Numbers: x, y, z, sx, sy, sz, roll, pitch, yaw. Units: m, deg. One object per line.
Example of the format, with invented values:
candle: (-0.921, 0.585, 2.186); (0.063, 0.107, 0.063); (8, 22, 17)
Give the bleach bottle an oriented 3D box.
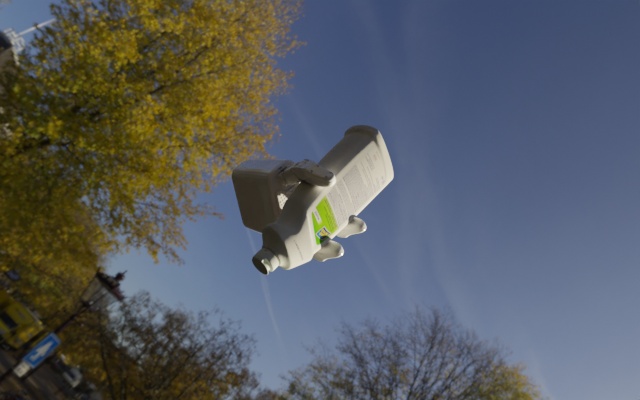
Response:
bleach bottle: (0.000, 0.002, 0.656); (0.068, 0.103, 0.250); (9, 43, 46)
